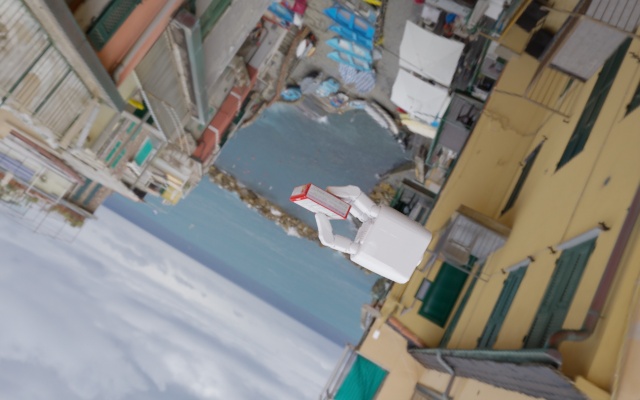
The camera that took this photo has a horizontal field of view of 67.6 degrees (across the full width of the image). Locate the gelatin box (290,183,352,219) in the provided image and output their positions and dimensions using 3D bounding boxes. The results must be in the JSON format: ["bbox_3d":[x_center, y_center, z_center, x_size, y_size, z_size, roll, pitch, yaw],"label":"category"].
[{"bbox_3d":[0.000,0.003,0.842,0.089,0.030,0.073,28,-14,-20],"label":"gelatin box"}]
